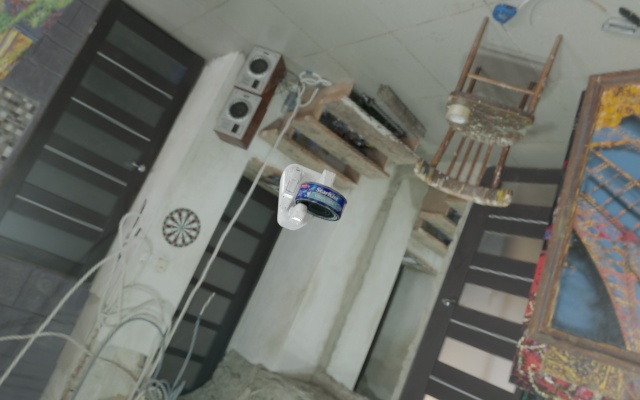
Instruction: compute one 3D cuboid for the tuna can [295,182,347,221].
[{"bbox_3d":[0.000,0.003,0.818,0.086,0.033,0.086,21,-17,7],"label":"tuna can"}]
